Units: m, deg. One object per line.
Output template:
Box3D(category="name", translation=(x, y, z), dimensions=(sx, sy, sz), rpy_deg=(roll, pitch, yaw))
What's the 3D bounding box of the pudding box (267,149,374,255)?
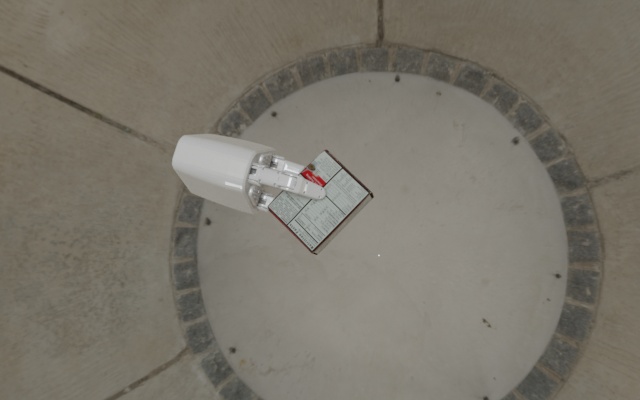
Box3D(category="pudding box", translation=(0.000, 0.002, 0.634), dimensions=(0.090, 0.113, 0.039), rpy_deg=(45, 2, 12))
